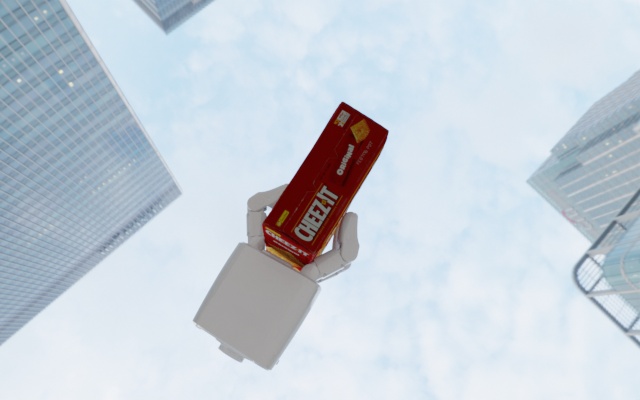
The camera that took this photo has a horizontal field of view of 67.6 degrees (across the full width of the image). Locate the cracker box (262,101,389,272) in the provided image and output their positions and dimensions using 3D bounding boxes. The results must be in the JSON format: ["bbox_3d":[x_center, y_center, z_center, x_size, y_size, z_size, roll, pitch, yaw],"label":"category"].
[{"bbox_3d":[0.000,0.002,0.595,0.072,0.164,0.214,31,-16,3],"label":"cracker box"}]
